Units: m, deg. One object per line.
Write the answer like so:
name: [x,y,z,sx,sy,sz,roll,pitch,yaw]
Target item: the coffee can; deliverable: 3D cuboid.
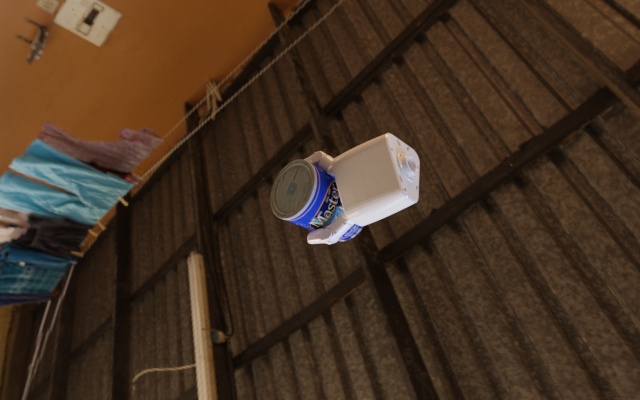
coffee can: [0.000,0.003,0.818,0.103,0.102,0.140,0,-18,46]
